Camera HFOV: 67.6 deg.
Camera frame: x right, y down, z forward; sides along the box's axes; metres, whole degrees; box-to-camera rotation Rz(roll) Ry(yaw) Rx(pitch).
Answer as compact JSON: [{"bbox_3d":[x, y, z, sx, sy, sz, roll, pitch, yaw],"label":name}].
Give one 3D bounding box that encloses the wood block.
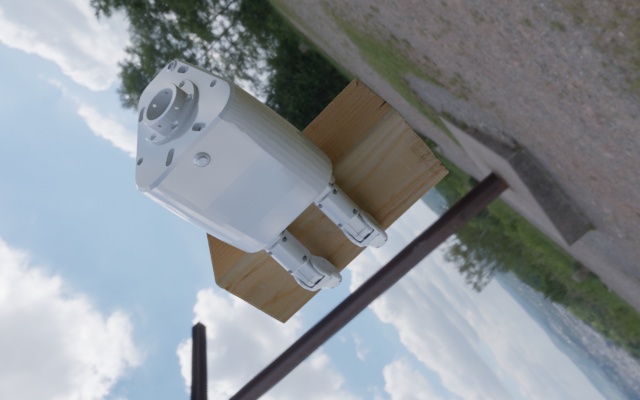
[{"bbox_3d":[0.000,0.001,0.443,0.090,0.206,0.090,40,12,-34],"label":"wood block"}]
